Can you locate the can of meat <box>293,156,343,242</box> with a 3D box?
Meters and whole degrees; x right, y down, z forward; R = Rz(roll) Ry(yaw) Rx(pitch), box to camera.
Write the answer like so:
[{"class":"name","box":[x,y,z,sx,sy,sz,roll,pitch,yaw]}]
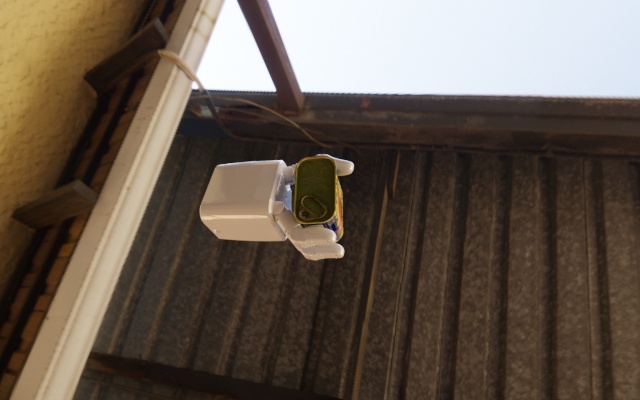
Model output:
[{"class":"can of meat","box":[0.000,0.002,0.675,0.057,0.102,0.084,-4,-27,10]}]
